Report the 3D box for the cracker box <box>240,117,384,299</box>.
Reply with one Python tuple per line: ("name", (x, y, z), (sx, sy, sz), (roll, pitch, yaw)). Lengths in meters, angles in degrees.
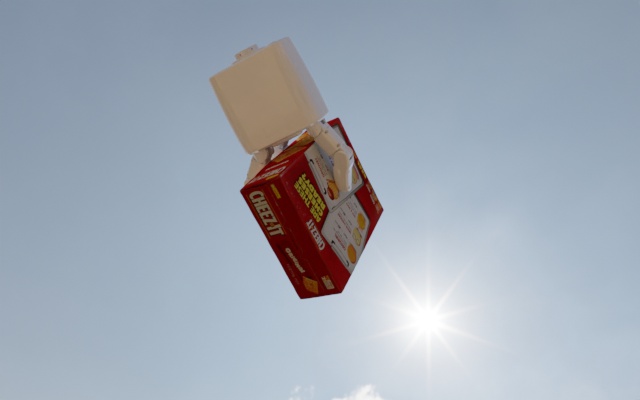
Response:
("cracker box", (0.000, 0.002, 0.644), (0.072, 0.164, 0.213), (-18, 19, 30))
